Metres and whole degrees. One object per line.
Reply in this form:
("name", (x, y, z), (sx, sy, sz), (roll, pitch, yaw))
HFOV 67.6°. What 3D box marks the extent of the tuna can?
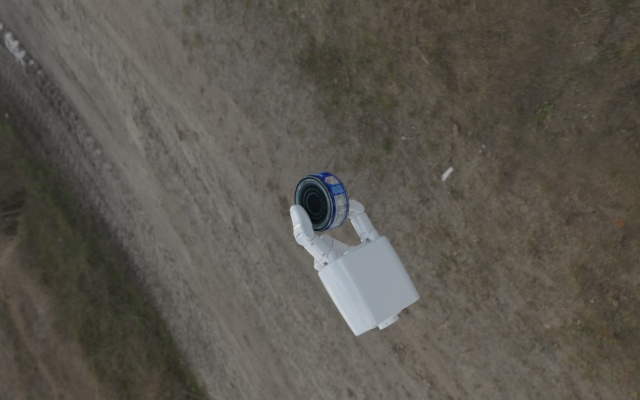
("tuna can", (0.000, 0.002, 0.698), (0.034, 0.086, 0.086), (-14, 10, -42))
